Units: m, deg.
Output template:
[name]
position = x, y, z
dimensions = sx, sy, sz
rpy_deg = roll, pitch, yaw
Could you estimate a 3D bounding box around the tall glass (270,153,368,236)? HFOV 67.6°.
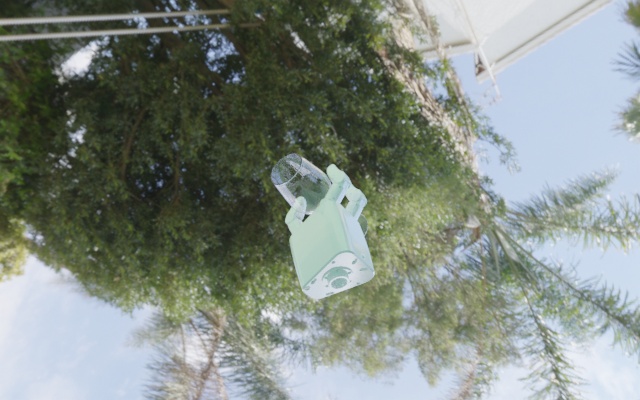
[tall glass]
position = 0.000, 0.003, 0.814
dimensions = 0.079, 0.079, 0.201
rpy_deg = 0, -32, 41
